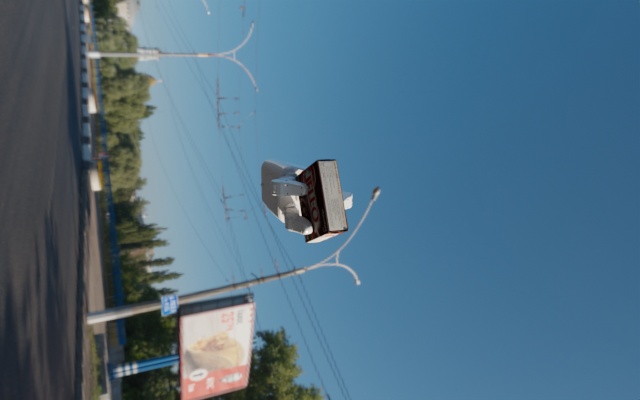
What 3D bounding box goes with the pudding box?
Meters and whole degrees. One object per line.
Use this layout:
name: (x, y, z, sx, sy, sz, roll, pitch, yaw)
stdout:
pudding box: (0.000, 0.002, 0.731, 0.039, 0.113, 0.090, -7, -11, -24)
